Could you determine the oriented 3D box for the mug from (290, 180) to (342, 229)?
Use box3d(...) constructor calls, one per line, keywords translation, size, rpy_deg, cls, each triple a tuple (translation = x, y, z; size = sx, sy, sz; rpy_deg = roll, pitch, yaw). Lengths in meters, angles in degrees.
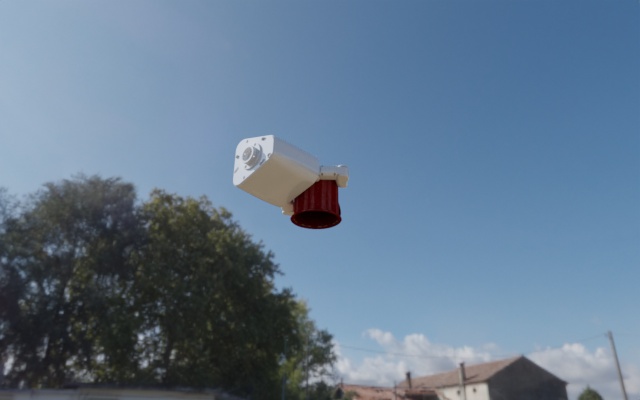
box3d(translation=(0.001, 0.003, 0.888), size=(0.093, 0.081, 0.117), rpy_deg=(-19, -31, 37), cls="mug")
